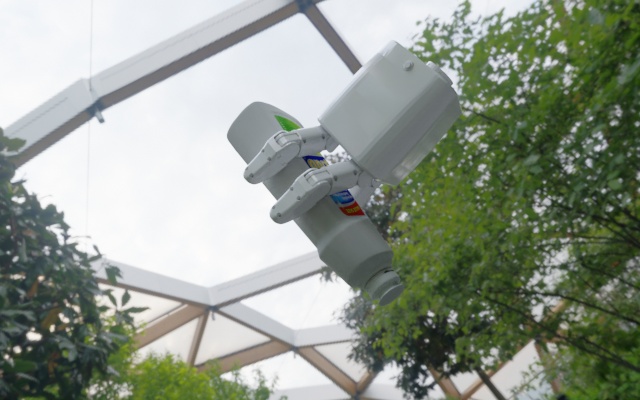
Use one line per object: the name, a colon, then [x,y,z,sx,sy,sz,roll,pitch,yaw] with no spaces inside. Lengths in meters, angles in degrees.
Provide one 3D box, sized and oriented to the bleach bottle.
bleach bottle: [0.000,0.002,0.487,0.102,0.068,0.250,21,25,-55]
